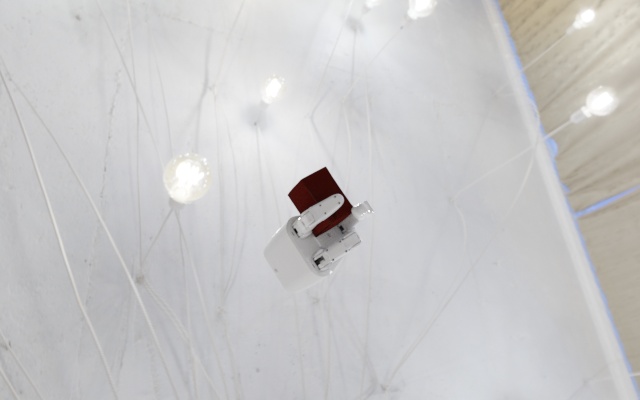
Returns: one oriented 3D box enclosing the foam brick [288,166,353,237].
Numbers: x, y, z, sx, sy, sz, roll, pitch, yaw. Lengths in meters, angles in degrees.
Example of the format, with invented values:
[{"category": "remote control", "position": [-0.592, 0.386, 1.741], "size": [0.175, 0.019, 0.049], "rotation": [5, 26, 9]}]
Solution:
[{"category": "foam brick", "position": [0.000, 0.002, 0.686], "size": [0.053, 0.078, 0.051], "rotation": [-28, -9, -36]}]
